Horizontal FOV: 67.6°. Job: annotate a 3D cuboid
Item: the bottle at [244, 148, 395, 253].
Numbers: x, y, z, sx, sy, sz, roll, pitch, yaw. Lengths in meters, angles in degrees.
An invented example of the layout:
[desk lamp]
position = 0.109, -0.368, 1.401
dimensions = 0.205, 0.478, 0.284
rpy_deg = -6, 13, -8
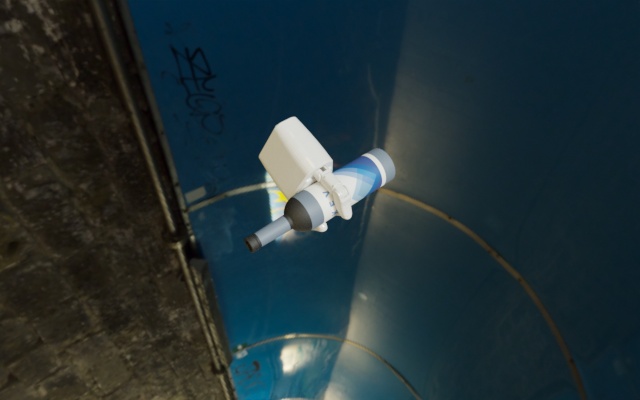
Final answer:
[bottle]
position = 0.000, 0.003, 0.818
dimensions = 0.295, 0.069, 0.069
rpy_deg = -31, 14, -24
